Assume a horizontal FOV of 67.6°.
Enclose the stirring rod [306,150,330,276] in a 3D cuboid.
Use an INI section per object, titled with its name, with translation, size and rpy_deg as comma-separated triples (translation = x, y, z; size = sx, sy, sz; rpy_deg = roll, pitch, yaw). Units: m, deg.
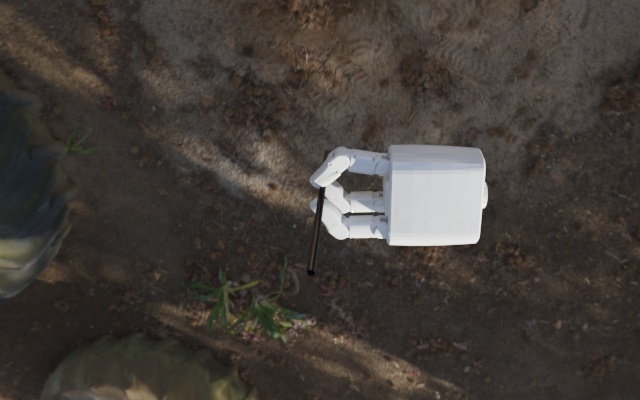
[stirring rod]
translation = 0.000, 0.002, 0.549
size = 0.011, 0.011, 0.239
rpy_deg = 0, 34, 5
